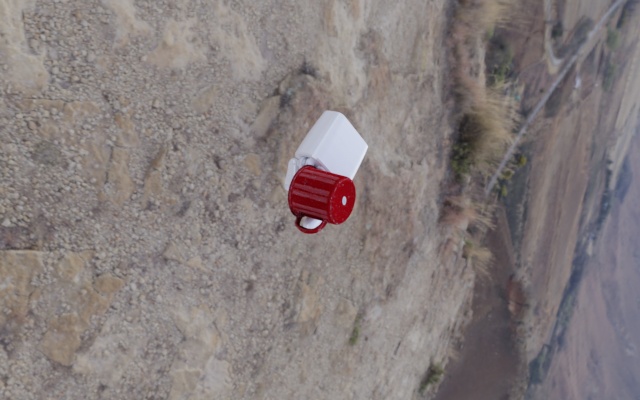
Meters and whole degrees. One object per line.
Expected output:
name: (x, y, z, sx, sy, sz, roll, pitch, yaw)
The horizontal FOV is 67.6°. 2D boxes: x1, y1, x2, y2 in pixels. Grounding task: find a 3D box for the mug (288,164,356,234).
mug: (0.000, 0.004, 0.790, 0.081, 0.117, 0.093, 15, -24, 33)
